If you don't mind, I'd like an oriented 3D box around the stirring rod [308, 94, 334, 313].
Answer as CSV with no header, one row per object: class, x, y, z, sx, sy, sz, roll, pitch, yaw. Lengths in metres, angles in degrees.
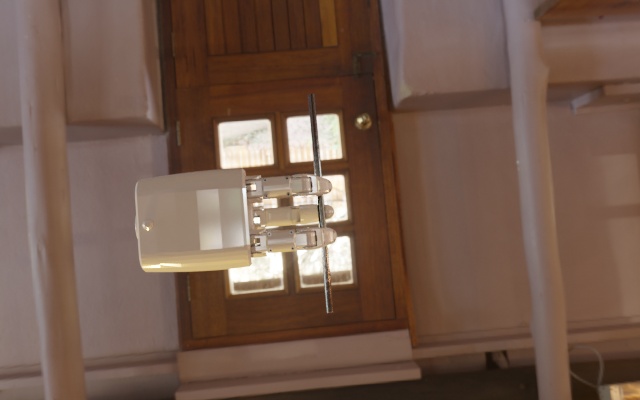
stirring rod,0.000,0.002,0.526,0.011,0.239,0.011,-5,-3,0
